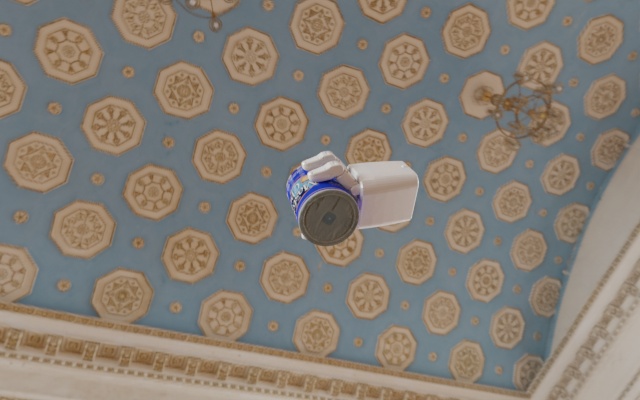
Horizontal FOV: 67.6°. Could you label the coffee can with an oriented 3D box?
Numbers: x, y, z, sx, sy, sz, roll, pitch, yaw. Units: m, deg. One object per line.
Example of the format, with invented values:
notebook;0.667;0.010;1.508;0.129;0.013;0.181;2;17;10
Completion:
coffee can;0.000;0.003;0.843;0.103;0.103;0.140;0;24;-14
